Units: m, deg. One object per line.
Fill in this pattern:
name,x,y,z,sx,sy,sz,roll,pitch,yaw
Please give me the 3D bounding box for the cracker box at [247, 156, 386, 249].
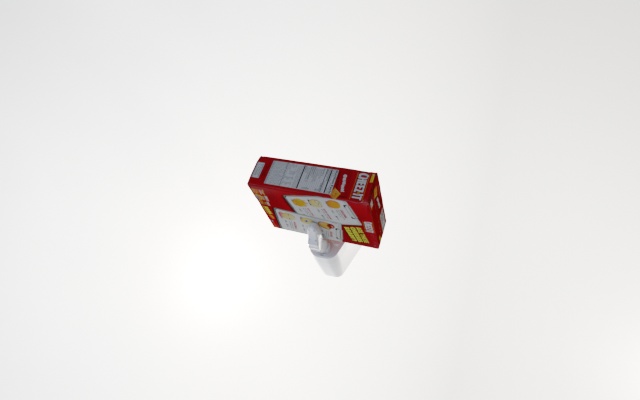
cracker box,0.000,0.003,0.840,0.213,0.072,0.164,9,-28,19
